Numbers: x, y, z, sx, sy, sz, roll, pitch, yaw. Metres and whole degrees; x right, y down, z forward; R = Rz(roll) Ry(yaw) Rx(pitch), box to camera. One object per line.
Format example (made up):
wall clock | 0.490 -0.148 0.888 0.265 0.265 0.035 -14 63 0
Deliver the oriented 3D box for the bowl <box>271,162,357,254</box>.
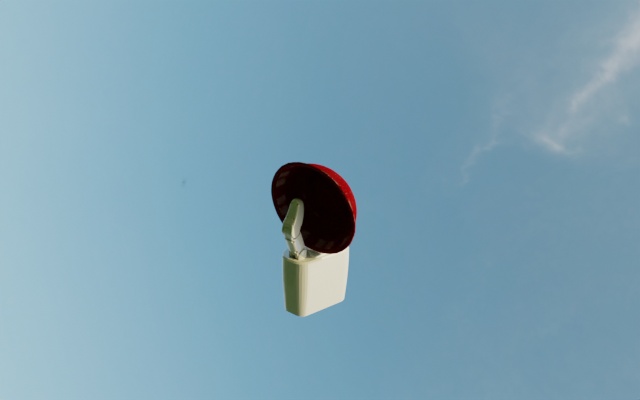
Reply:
bowl | 0.001 0.001 0.751 0.162 0.162 0.055 0 28 42
